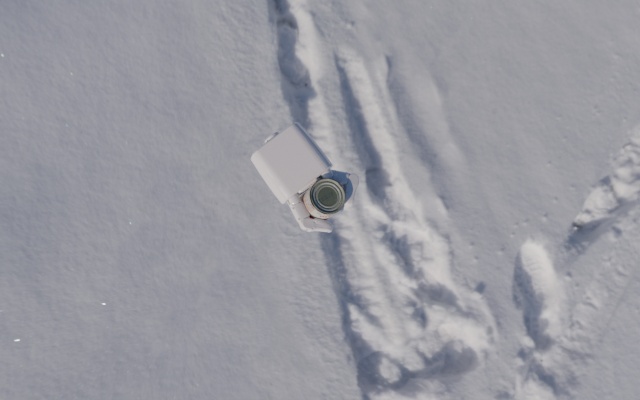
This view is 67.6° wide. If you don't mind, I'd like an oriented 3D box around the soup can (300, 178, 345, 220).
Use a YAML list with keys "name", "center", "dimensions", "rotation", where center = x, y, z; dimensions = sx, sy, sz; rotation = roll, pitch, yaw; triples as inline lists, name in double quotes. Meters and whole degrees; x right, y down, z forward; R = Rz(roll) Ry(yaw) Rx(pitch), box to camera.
- name: "soup can"
  center: [0.000, 0.003, 0.887]
  dimensions: [0.068, 0.068, 0.102]
  rotation: [0, -13, -16]
